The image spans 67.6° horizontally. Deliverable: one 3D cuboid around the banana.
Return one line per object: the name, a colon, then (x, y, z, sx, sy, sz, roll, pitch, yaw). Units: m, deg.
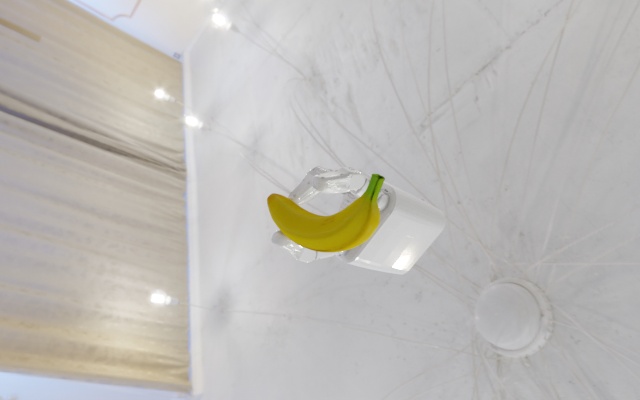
banana: (0.000, 0.020, 0.496, 0.037, 0.069, 0.198, 16, -14, -35)
